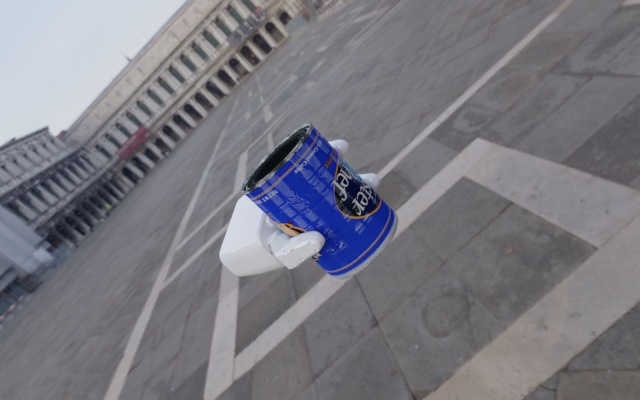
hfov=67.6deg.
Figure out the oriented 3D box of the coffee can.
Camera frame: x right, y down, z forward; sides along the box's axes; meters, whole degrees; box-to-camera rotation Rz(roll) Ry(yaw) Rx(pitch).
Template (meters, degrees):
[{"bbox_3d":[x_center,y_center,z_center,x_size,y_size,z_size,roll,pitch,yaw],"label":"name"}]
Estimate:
[{"bbox_3d":[0.000,0.002,0.514,0.140,0.103,0.103,45,-16,-17],"label":"coffee can"}]
